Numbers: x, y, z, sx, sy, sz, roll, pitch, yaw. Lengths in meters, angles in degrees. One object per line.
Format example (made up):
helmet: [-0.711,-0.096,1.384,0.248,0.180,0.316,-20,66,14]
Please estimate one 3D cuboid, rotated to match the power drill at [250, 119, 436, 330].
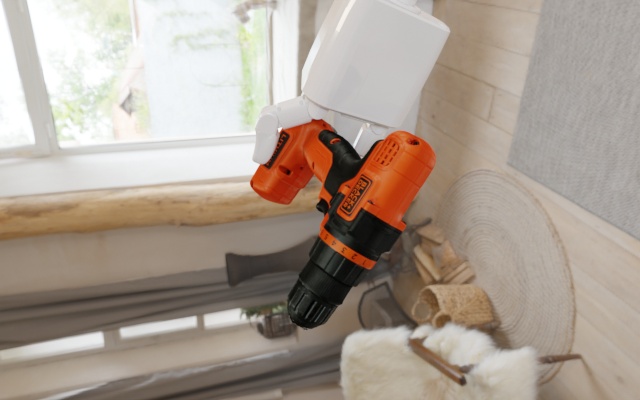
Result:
power drill: [0.000,0.001,0.448,0.057,0.184,0.187,31,6,-38]
